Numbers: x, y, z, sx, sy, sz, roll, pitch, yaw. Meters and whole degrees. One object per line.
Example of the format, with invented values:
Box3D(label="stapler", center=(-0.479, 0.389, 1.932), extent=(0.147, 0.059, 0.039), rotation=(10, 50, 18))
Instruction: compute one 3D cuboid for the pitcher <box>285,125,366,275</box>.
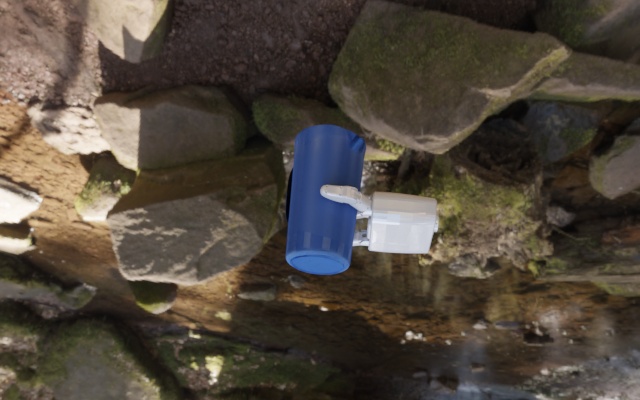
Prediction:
Box3D(label="pitcher", center=(0.000, 0.003, 0.843), extent=(0.145, 0.242, 0.149), rotation=(5, -26, 4))
